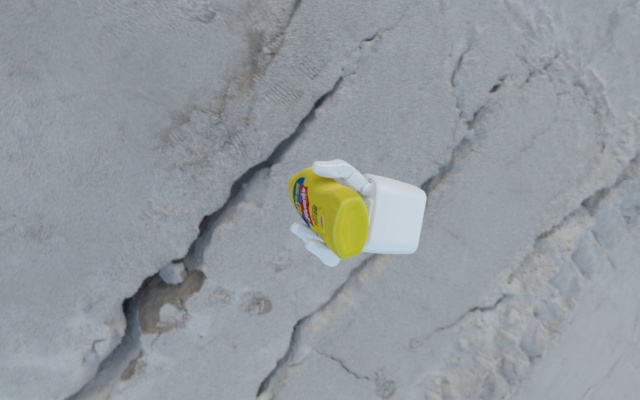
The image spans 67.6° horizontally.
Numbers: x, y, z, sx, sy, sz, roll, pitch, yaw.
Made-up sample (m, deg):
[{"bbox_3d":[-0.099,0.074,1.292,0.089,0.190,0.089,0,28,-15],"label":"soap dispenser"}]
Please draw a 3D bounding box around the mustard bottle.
[{"bbox_3d":[0.000,0.002,0.714,0.058,0.096,0.191,-16,30,-22],"label":"mustard bottle"}]
